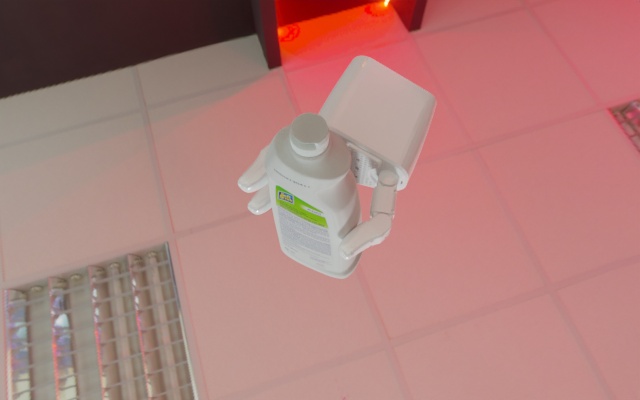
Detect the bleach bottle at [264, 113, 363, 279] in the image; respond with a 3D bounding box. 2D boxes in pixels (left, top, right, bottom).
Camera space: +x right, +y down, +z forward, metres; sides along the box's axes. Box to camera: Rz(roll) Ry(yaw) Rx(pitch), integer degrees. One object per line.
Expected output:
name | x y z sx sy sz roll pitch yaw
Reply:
bleach bottle | 0.000 0.002 0.472 0.102 0.068 0.251 21 -23 10
